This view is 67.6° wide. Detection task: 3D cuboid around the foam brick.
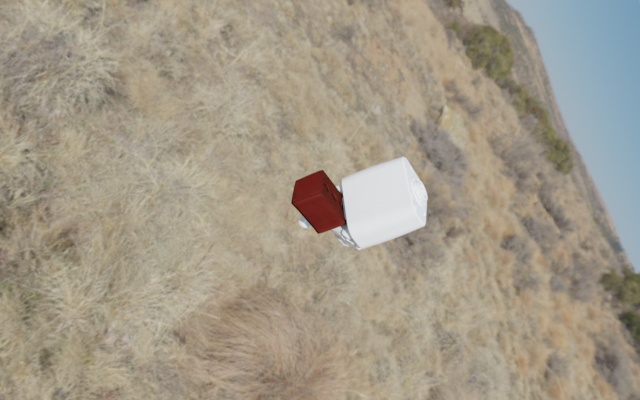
[{"bbox_3d":[0.000,0.002,0.724,0.051,0.053,0.078,-21,-50,24],"label":"foam brick"}]
